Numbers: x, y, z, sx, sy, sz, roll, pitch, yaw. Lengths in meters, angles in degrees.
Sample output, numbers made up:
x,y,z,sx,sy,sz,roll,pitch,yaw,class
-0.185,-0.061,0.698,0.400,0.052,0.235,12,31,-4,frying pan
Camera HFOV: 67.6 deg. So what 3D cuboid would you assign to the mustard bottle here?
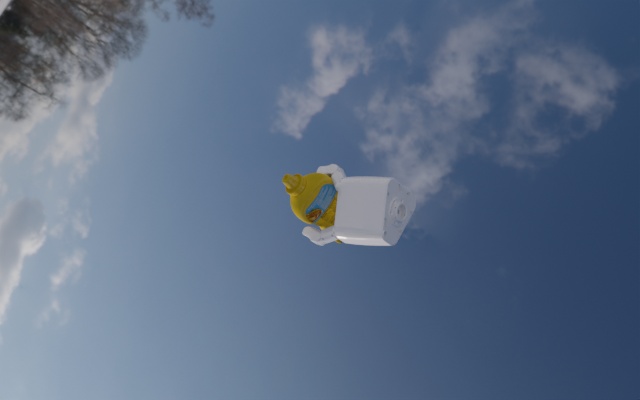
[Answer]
x,y,z,sx,sy,sz,roll,pitch,yaw,class
0.000,0.003,0.899,0.192,0.096,0.058,34,2,-39,mustard bottle
